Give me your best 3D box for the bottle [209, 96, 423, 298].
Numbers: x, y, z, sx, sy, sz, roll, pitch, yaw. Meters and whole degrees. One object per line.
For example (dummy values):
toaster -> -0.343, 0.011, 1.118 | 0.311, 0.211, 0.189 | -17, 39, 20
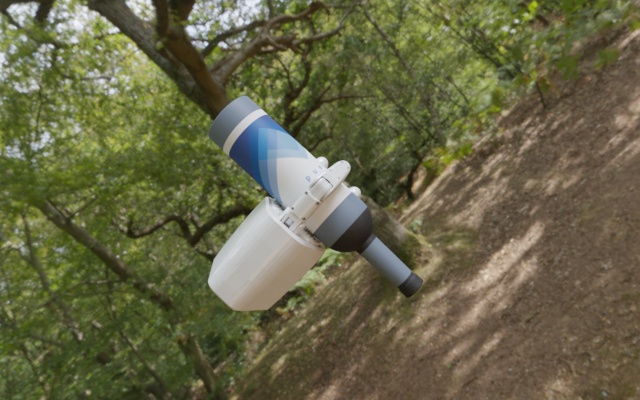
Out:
bottle -> 0.000, 0.002, 0.552 | 0.295, 0.069, 0.069 | 43, 3, 4
